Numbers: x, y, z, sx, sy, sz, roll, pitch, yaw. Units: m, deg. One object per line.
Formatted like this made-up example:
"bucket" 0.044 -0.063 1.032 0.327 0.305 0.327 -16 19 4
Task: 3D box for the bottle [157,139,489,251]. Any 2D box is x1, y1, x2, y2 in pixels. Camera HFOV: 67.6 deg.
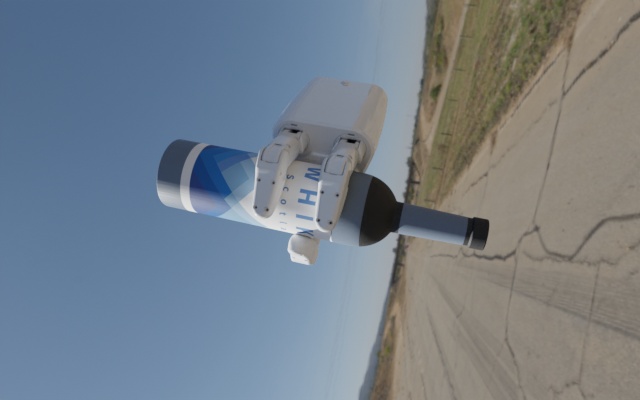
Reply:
"bottle" 0.000 0.001 0.437 0.295 0.069 0.069 11 2 11
